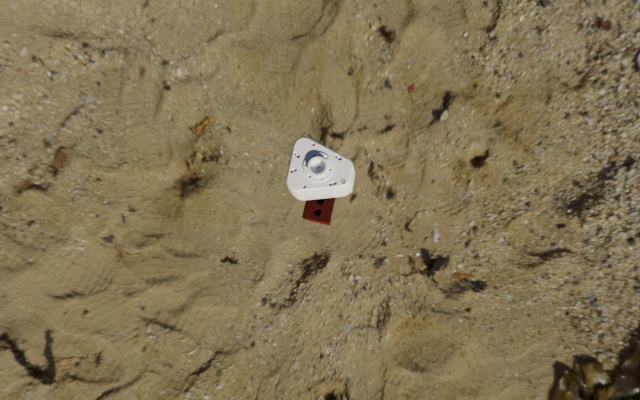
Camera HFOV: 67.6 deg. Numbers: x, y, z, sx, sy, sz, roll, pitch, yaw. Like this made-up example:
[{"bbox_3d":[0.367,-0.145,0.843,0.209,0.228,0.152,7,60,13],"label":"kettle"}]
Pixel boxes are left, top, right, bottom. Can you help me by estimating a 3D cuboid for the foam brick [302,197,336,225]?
[{"bbox_3d":[0.000,0.003,0.898,0.053,0.078,0.051,12,-5,4],"label":"foam brick"}]
